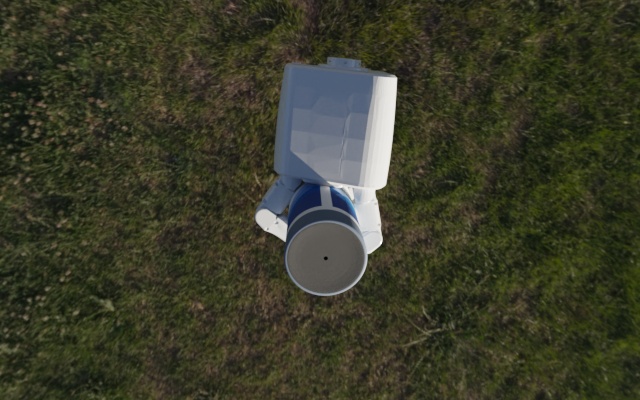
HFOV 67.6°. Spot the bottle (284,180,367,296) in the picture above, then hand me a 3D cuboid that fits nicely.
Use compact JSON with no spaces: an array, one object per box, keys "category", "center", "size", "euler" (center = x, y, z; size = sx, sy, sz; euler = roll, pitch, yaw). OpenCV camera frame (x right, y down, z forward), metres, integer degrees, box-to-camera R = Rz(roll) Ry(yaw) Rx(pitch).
[{"category":"bottle","center":[0.000,0.002,0.517],"size":[0.069,0.069,0.295],"euler":[0,18,-2]}]
